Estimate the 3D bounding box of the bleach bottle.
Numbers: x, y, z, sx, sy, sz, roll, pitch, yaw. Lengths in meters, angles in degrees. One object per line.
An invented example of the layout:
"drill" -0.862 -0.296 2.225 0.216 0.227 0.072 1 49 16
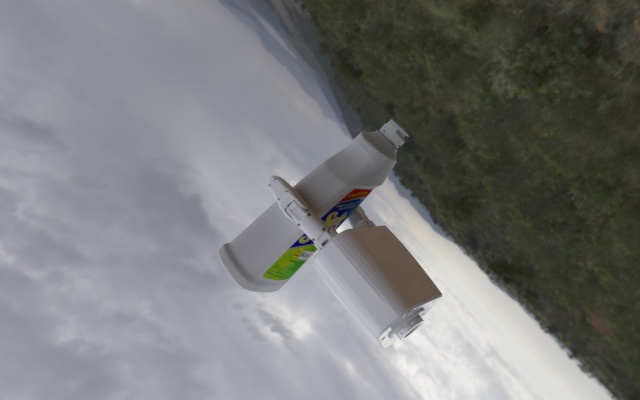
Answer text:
"bleach bottle" 0.000 0.002 0.560 0.068 0.251 0.102 50 11 25
